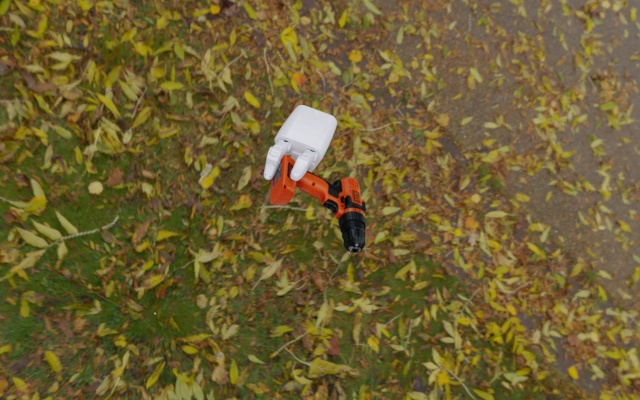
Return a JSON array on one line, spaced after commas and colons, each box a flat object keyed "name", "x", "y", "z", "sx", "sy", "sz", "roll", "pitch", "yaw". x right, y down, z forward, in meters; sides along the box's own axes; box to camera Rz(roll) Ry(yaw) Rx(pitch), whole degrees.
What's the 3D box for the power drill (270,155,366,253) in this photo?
[{"name": "power drill", "x": 0.000, "y": 0.003, "z": 0.888, "sx": 0.188, "sy": 0.184, "sz": 0.057, "roll": 24, "pitch": -54, "yaw": -22}]
